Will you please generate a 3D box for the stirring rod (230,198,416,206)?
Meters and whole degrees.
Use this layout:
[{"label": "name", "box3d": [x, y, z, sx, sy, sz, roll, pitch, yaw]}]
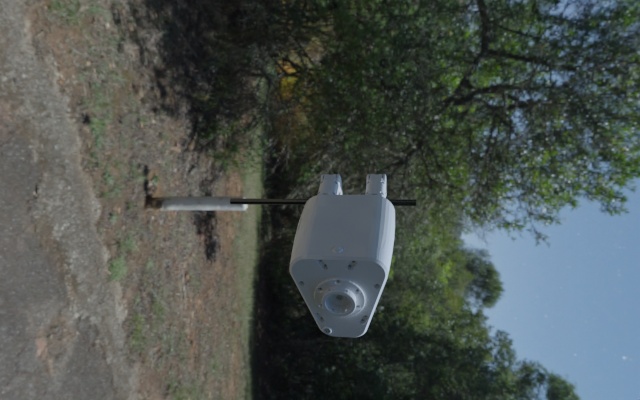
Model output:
[{"label": "stirring rod", "box3d": [0.000, 0.002, 0.612, 0.239, 0.011, 0.011, 0, 0, 10]}]
